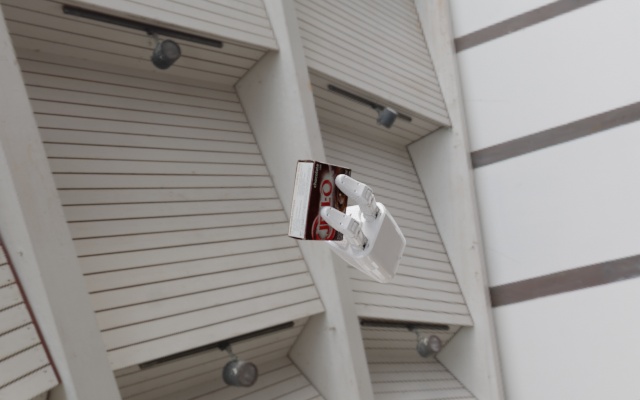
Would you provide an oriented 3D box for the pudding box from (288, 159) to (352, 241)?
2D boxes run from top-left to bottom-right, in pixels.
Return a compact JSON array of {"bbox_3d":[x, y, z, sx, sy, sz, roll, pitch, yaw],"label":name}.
[{"bbox_3d":[0.000,0.002,0.692,0.039,0.113,0.090,4,-1,37],"label":"pudding box"}]
